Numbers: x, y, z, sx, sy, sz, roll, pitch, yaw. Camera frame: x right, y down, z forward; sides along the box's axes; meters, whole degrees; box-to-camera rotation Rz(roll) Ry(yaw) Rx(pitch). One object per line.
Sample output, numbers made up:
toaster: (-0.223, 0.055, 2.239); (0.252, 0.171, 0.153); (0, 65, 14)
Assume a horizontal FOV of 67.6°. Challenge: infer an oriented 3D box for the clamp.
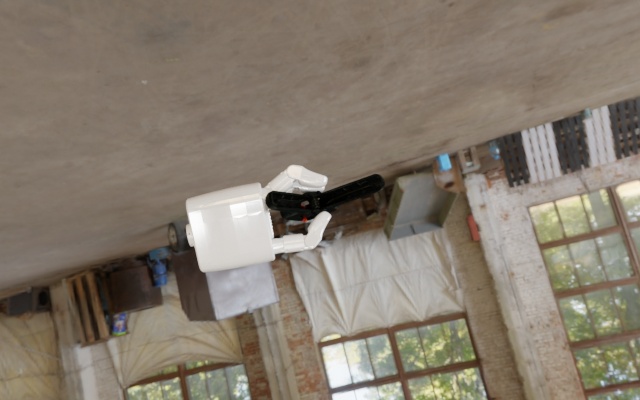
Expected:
clamp: (0.000, 0.003, 0.719); (0.164, 0.036, 0.210); (-10, -9, -7)
